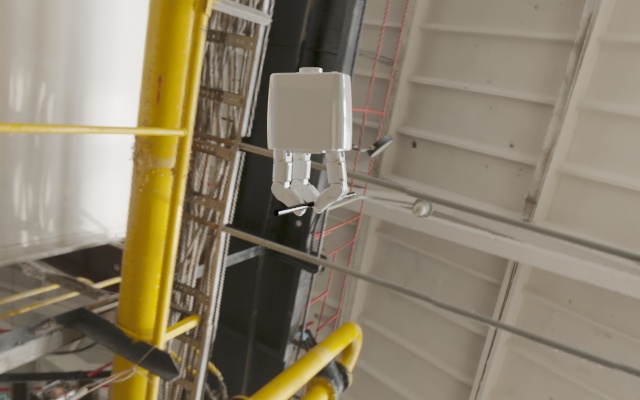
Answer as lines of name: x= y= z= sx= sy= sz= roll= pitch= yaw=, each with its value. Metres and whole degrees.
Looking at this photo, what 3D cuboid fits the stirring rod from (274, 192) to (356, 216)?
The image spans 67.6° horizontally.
stirring rod: x=0.000 y=0.002 z=0.713 sx=0.011 sy=0.011 sz=0.239 roll=0 pitch=6 yaw=28
